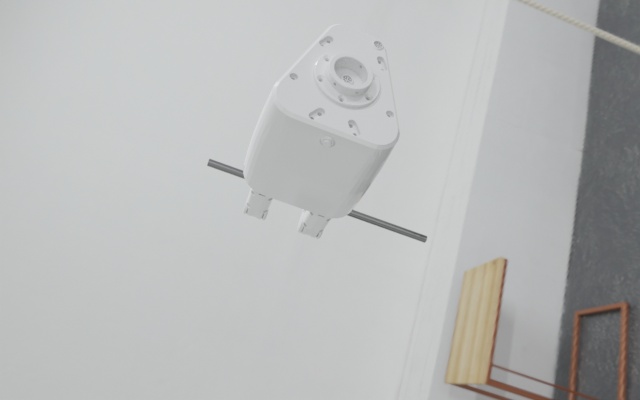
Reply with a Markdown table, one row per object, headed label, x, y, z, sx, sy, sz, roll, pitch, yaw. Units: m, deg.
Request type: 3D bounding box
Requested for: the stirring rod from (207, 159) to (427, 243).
| label | x | y | z | sx | sy | sz | roll | pitch | yaw |
| --- | --- | --- | --- | --- | --- | --- | --- | --- | --- |
| stirring rod | 0.000 | 0.002 | 0.494 | 0.239 | 0.011 | 0.011 | 20 | -3 | -8 |
